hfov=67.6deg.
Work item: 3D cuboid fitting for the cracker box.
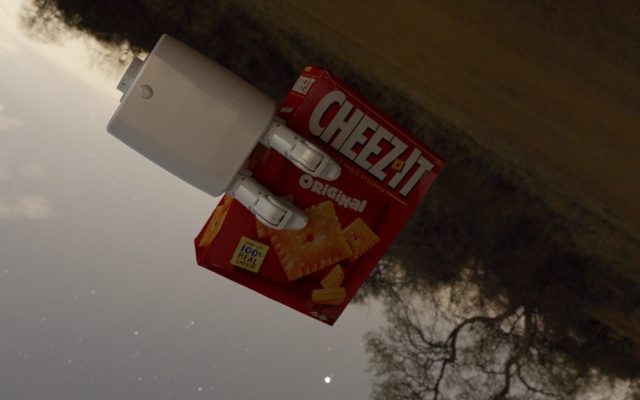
[{"bbox_3d":[0.000,0.002,0.481,0.164,0.214,0.072,32,7,-24],"label":"cracker box"}]
